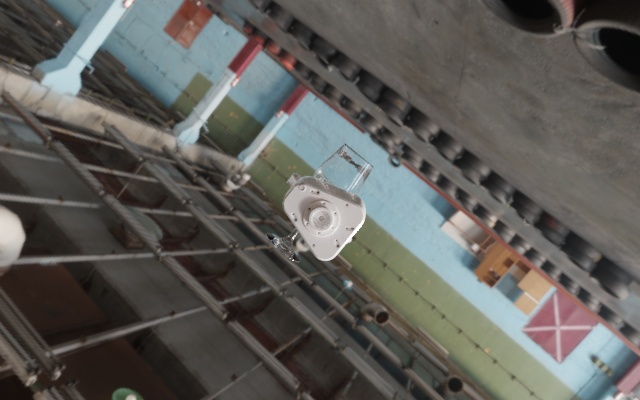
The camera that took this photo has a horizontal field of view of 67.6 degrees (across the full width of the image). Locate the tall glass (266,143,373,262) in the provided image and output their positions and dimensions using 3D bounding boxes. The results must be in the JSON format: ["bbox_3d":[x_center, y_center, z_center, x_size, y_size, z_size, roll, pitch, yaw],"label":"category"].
[{"bbox_3d":[0.000,0.003,0.788,0.079,0.201,0.079,39,6,-5],"label":"tall glass"}]
